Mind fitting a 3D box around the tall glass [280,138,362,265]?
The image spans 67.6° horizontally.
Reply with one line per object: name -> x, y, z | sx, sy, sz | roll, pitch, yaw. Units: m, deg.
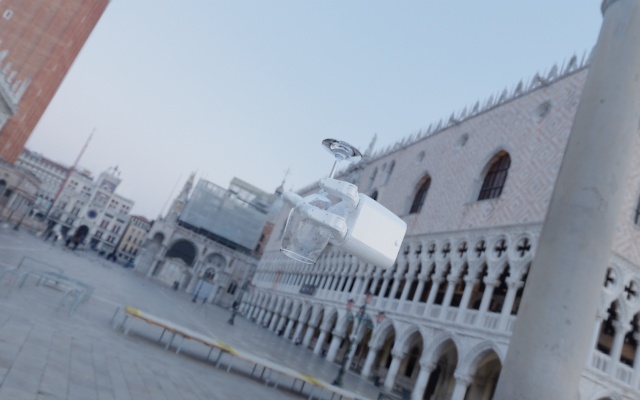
tall glass -> 0.000, 0.002, 0.786 | 0.079, 0.201, 0.079 | 21, -15, 6
